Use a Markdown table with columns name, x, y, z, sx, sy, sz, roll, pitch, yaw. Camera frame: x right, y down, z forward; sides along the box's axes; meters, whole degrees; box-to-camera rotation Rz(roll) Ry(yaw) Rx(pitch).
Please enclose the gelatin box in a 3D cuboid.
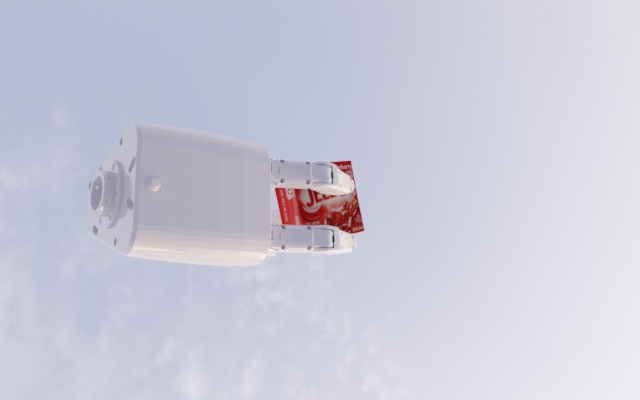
| name | x | y | z | sx | sy | sz | roll | pitch | yaw |
| --- | --- | --- | --- | --- | --- | --- | --- | --- | --- |
| gelatin box | 0.000 | 0.002 | 0.454 | 0.030 | 0.073 | 0.089 | -13 | -3 | 42 |
